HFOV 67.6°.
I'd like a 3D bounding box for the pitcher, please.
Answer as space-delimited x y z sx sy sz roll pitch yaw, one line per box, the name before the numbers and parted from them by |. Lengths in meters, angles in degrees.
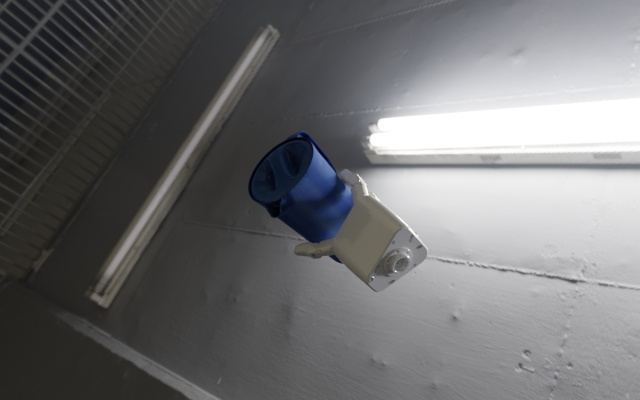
pitcher | 0.000 0.003 0.848 0.243 0.149 0.145 45 -4 -38
